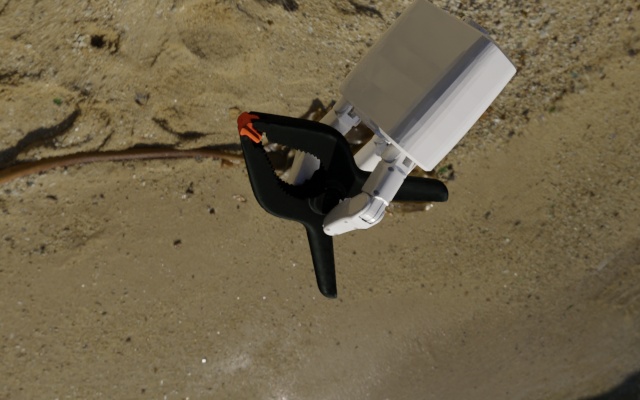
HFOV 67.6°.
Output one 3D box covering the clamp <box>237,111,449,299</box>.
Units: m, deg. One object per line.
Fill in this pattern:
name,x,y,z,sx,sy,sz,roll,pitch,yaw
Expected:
clamp,0.000,0.001,0.435,0.210,0.164,0.036,32,15,-30
